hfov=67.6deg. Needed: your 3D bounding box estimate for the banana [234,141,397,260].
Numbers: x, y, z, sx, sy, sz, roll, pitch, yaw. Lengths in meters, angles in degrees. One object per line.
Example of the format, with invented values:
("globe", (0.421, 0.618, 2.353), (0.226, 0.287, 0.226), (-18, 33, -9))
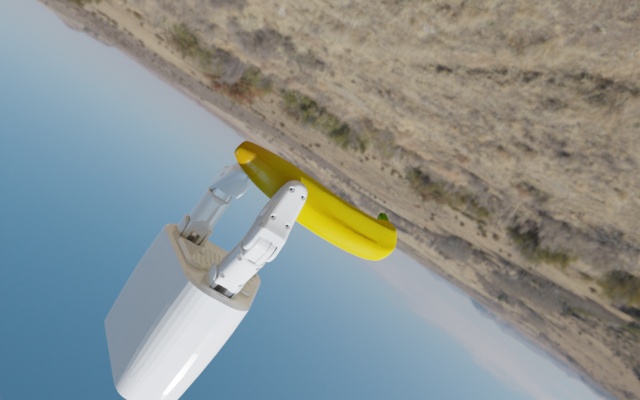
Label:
("banana", (0.012, 0.012, 0.399), (0.198, 0.037, 0.069), (28, 12, -45))
